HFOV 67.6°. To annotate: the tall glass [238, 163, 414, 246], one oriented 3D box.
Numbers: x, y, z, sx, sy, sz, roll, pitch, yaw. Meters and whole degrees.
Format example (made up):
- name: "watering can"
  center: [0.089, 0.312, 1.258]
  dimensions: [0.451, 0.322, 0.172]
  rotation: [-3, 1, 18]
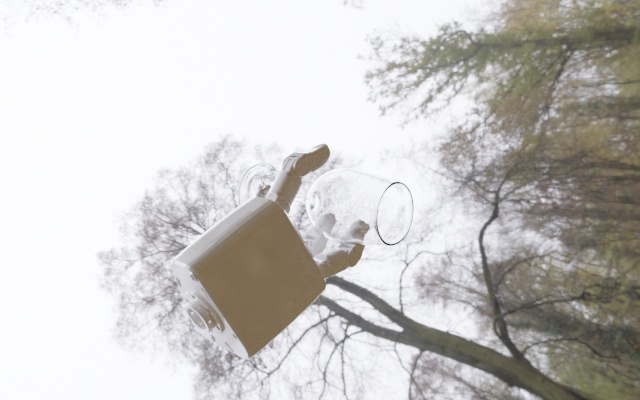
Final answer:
- name: "tall glass"
  center: [0.000, 0.001, 0.521]
  dimensions: [0.201, 0.079, 0.079]
  rotation: [9, 6, 43]
